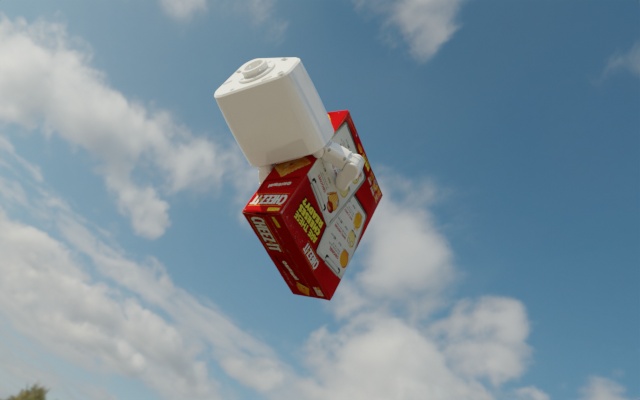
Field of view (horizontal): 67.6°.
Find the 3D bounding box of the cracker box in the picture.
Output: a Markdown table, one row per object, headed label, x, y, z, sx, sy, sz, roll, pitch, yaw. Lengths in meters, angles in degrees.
| label | x | y | z | sx | sy | sz | roll | pitch | yaw |
| --- | --- | --- | --- | --- | --- | --- | --- | --- | --- |
| cracker box | 0.000 | 0.002 | 0.667 | 0.072 | 0.164 | 0.213 | 0 | 42 | 34 |
